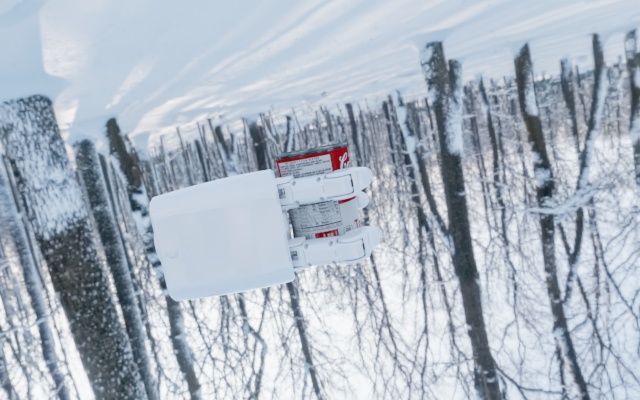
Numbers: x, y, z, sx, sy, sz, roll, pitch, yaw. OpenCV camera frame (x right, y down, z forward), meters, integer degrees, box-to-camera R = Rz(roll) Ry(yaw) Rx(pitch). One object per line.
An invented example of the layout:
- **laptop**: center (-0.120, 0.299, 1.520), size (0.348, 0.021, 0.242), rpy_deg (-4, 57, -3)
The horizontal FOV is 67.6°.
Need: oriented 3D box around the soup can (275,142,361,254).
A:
- **soup can**: center (0.001, 0.002, 0.448), size (0.068, 0.102, 0.068), rpy_deg (-10, 7, 1)
